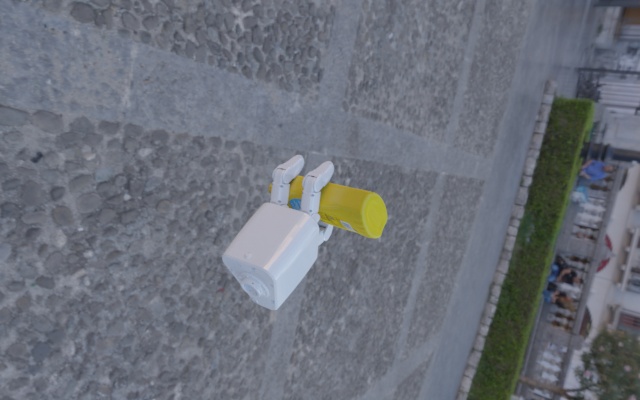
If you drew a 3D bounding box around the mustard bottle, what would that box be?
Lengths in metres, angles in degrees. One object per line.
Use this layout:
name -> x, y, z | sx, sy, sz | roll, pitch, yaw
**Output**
mustard bottle -> 0.000, 0.002, 0.723 | 0.191, 0.058, 0.096 | 15, -17, 30
